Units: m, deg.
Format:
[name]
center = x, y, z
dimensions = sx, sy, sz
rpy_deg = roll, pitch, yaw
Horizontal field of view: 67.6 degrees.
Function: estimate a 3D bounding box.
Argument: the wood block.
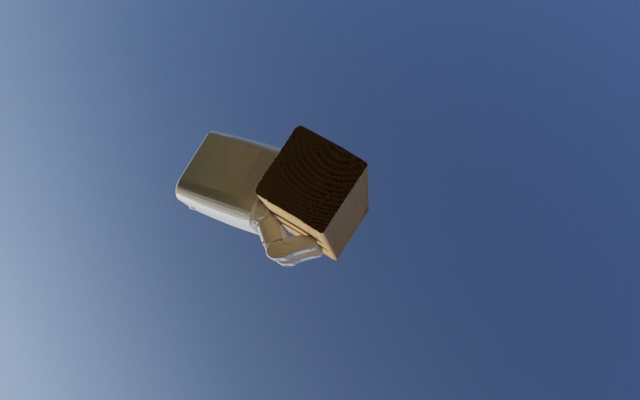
[wood block]
center = 0.000, 0.002, 0.592
dimensions = 0.090, 0.091, 0.206
rpy_deg = 31, -9, 12
